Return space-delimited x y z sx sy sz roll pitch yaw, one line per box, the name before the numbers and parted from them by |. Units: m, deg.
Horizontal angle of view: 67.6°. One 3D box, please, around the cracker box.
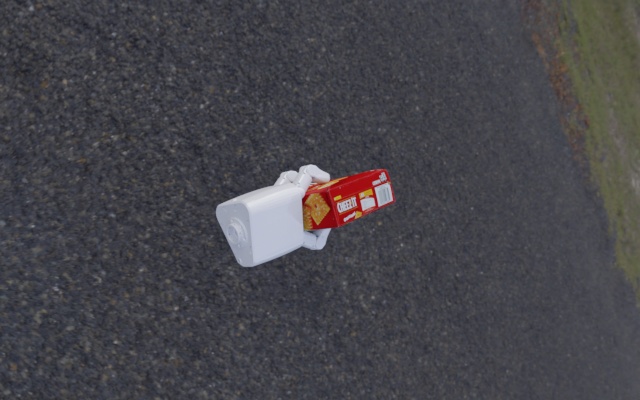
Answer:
cracker box | 0.000 0.003 0.871 0.214 0.072 0.164 -8 9 45
